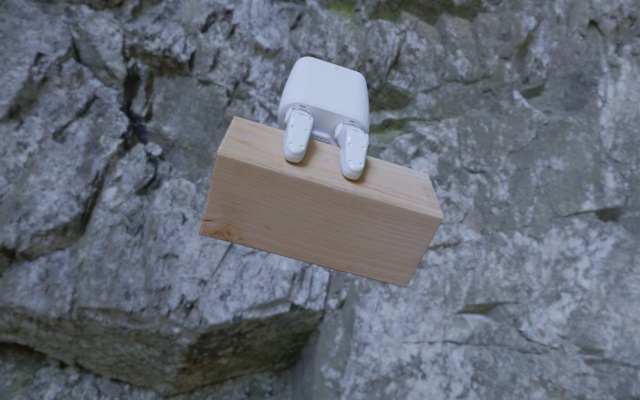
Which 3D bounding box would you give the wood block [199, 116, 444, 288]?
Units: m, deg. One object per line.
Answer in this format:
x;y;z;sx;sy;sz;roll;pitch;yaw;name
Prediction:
0.000;0.002;0.468;0.206;0.091;0.090;16;30;-8;wood block
